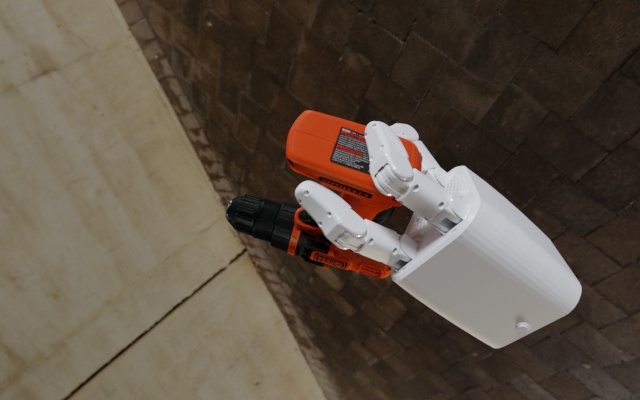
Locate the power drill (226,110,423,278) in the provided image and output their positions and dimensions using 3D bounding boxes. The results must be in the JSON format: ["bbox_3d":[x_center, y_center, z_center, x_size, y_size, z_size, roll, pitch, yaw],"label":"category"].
[{"bbox_3d":[0.000,0.001,0.438,0.184,0.057,0.188,16,-29,0],"label":"power drill"}]
